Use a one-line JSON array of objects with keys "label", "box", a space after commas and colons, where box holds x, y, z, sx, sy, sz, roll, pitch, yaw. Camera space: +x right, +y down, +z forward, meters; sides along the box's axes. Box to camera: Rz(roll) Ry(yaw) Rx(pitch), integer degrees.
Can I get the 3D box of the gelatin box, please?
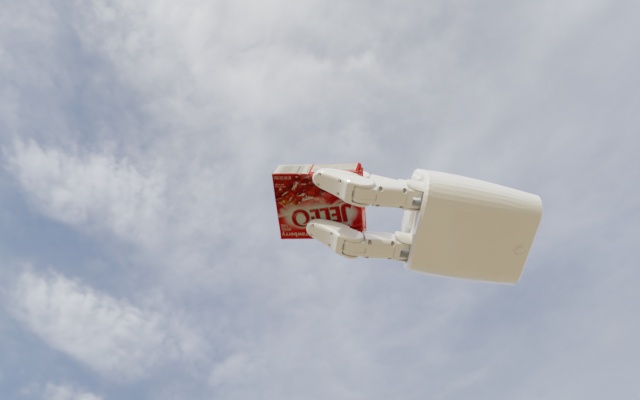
[{"label": "gelatin box", "box": [0.000, 0.001, 0.482, 0.089, 0.073, 0.030, -1, 24, 13]}]
